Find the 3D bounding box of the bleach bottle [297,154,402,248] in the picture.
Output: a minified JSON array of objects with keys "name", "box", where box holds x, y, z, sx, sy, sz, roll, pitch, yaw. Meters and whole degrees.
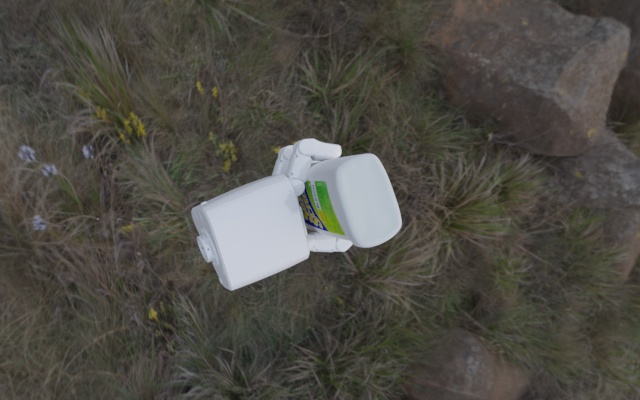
[{"name":"bleach bottle","box":[0.000,0.002,0.619,0.068,0.102,0.251,-22,7,-24]}]
